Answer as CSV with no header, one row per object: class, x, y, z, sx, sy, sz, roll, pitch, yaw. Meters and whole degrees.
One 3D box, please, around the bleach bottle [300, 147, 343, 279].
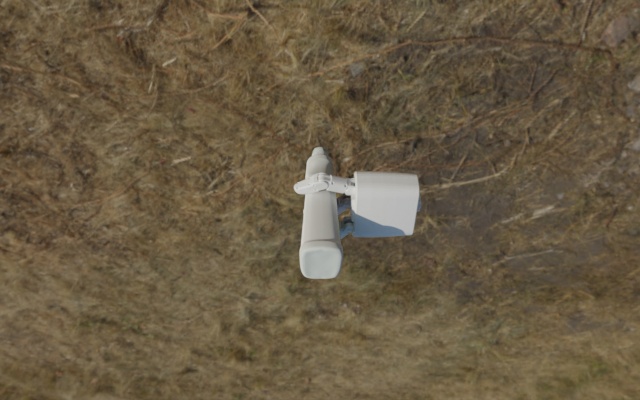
bleach bottle,0.000,0.003,0.824,0.068,0.250,0.103,1,-37,-2
